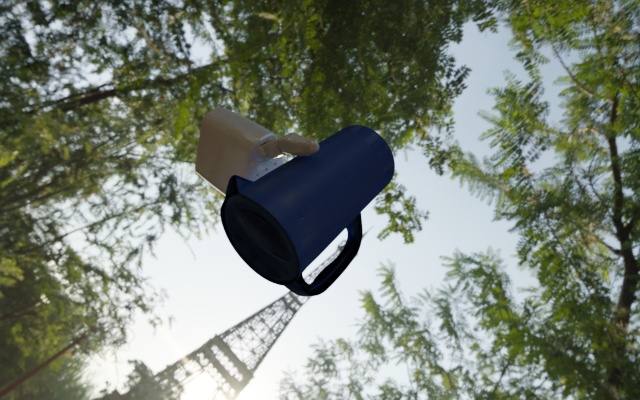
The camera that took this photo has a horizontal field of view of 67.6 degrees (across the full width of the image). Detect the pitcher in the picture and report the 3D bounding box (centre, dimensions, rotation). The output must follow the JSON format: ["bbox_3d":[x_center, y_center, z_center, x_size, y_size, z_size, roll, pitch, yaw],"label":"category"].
[{"bbox_3d":[0.000,0.002,0.649,0.145,0.149,0.242,31,49,26],"label":"pitcher"}]
